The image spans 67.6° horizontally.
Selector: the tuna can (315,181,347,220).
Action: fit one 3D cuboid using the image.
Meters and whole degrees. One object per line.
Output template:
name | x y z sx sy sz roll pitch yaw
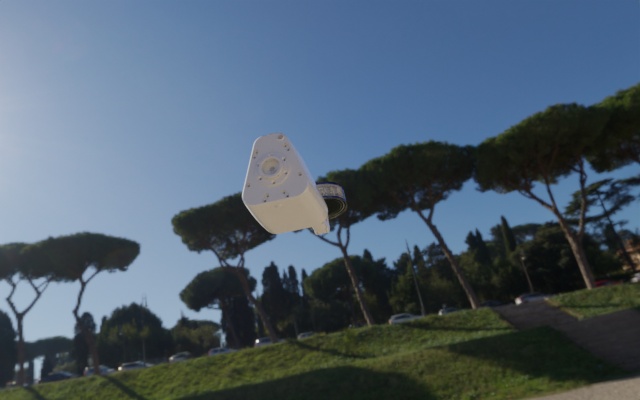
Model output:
tuna can | 0.000 0.002 0.801 0.086 0.033 0.086 -9 -27 -5
